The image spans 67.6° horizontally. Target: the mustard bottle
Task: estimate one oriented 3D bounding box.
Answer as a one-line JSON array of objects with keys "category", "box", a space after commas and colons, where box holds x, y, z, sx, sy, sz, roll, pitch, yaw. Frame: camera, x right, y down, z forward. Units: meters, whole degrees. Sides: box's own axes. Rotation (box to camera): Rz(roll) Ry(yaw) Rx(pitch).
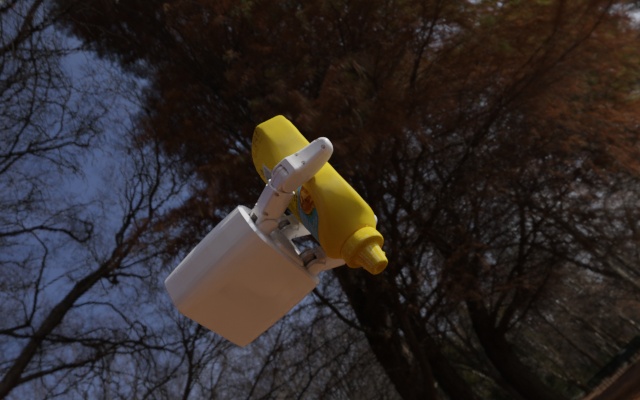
[{"category": "mustard bottle", "box": [0.000, 0.001, 0.476, 0.058, 0.096, 0.191, -29, 53, -17]}]
